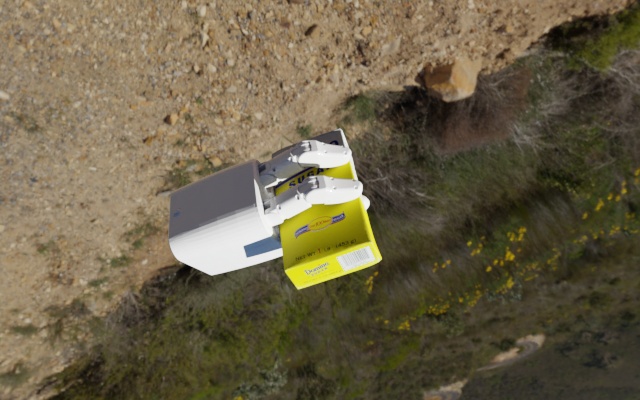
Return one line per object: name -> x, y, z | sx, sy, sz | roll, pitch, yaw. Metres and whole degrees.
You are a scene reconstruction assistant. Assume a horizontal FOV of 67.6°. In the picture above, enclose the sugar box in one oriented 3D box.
sugar box -> 0.000, 0.002, 0.526 | 0.093, 0.176, 0.048 | -19, -41, 7
